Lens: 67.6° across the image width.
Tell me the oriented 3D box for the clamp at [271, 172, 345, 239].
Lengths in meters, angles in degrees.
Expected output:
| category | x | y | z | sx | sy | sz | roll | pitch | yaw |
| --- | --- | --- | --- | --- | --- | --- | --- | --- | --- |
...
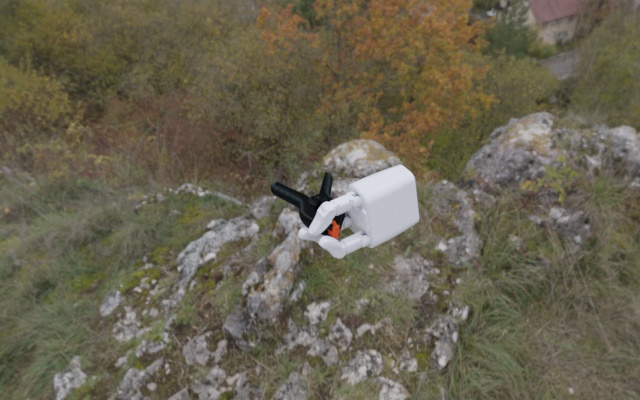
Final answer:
| category | x | y | z | sx | sy | sz | roll | pitch | yaw |
| --- | --- | --- | --- | --- | --- | --- | --- | --- | --- |
| clamp | 0.000 | 0.002 | 0.846 | 0.120 | 0.039 | 0.171 | -24 | 47 | -22 |
